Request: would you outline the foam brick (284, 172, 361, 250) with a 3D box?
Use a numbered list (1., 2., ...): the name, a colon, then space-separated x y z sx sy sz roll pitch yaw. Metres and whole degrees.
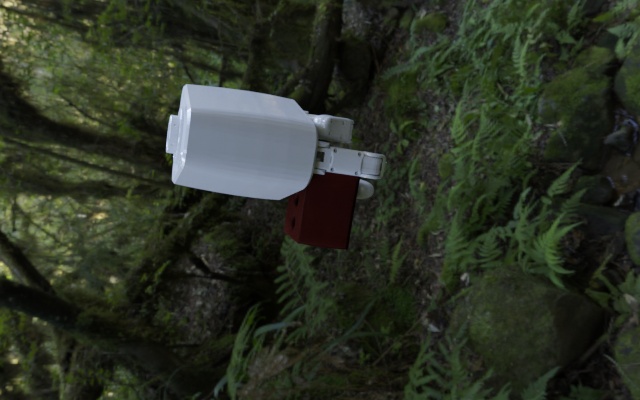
1. foam brick: 0.000 0.002 0.456 0.051 0.078 0.053 6 8 -22
